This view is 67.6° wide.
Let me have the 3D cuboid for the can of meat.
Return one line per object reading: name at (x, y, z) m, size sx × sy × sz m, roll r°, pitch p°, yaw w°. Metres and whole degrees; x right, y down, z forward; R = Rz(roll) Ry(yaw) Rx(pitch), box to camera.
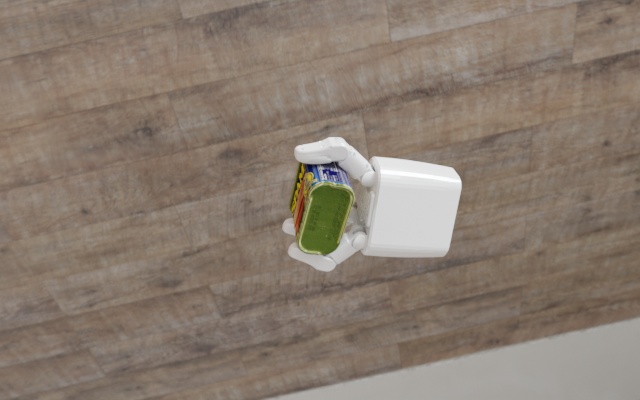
can of meat at (0.000, 0.002, 0.564) m, size 0.057 × 0.102 × 0.084 m, roll 7°, pitch 31°, yaw -14°
